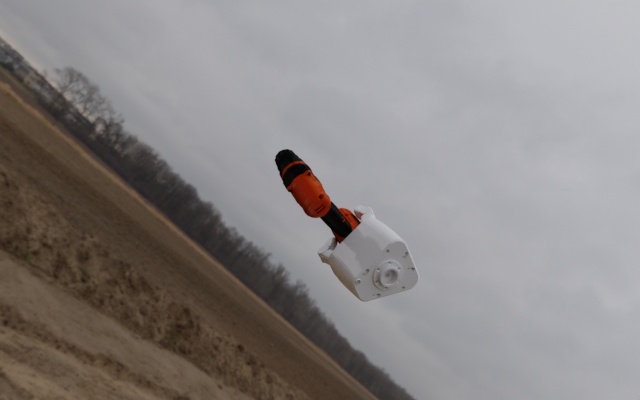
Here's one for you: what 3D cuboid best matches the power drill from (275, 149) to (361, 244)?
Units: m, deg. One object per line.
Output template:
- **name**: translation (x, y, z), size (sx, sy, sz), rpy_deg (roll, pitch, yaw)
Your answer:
- **power drill**: translation (0.001, 0.003, 0.845), size (0.188, 0.057, 0.184), rpy_deg (44, 9, -40)
